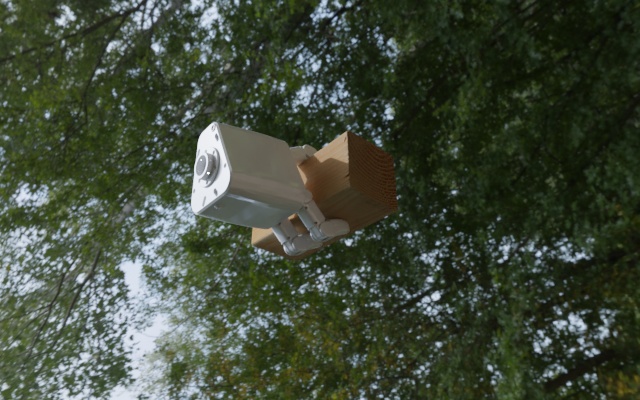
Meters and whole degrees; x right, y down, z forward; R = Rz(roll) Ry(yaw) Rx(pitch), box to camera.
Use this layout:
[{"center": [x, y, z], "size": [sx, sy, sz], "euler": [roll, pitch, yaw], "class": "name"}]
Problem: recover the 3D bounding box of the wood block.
[{"center": [0.000, 0.002, 0.673], "size": [0.090, 0.090, 0.206], "euler": [24, -38, -34], "class": "wood block"}]
